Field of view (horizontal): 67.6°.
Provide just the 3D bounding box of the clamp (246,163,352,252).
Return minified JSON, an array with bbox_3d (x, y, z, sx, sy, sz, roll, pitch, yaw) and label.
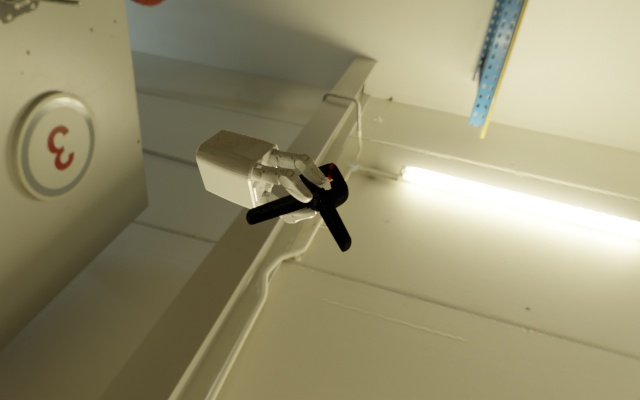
[{"bbox_3d":[0.000,0.003,0.778,0.164,0.036,0.210,21,37,15],"label":"clamp"}]
